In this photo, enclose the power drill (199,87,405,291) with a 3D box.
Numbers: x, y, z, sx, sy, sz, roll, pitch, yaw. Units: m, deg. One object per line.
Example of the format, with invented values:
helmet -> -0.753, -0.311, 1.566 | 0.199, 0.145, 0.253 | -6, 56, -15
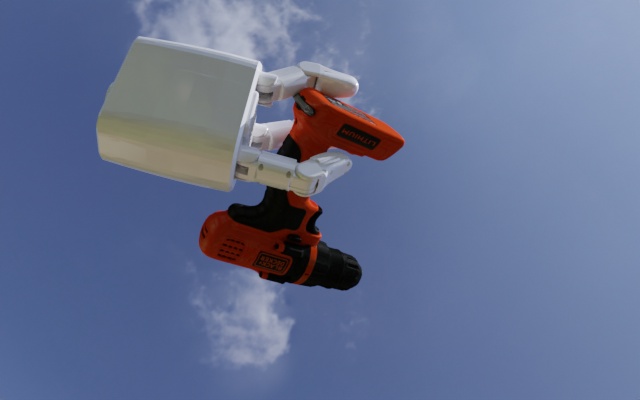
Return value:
power drill -> 0.000, 0.001, 0.464 | 0.184, 0.188, 0.057 | 20, 19, -31
